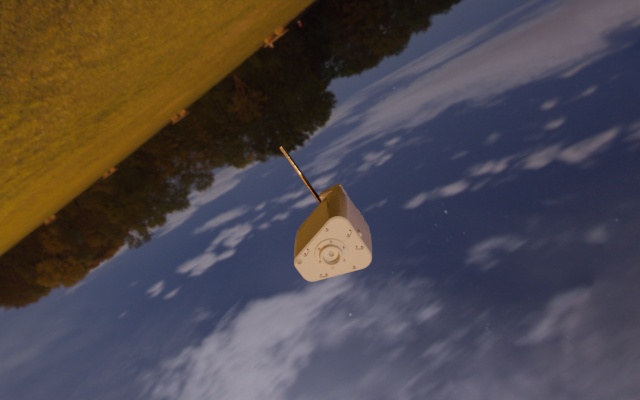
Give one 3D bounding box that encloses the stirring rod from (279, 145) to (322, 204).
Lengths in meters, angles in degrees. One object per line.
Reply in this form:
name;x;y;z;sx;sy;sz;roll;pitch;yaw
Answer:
stirring rod;0.000;0.003;0.843;0.011;0.239;0.011;-33;15;10
